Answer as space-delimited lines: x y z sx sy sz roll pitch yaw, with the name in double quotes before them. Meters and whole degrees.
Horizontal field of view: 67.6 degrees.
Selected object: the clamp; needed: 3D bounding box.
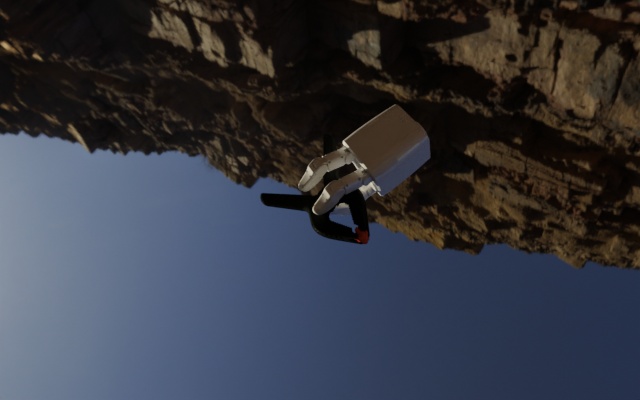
"clamp" 0.001 0.003 0.769 0.164 0.210 0.036 -38 -37 4
